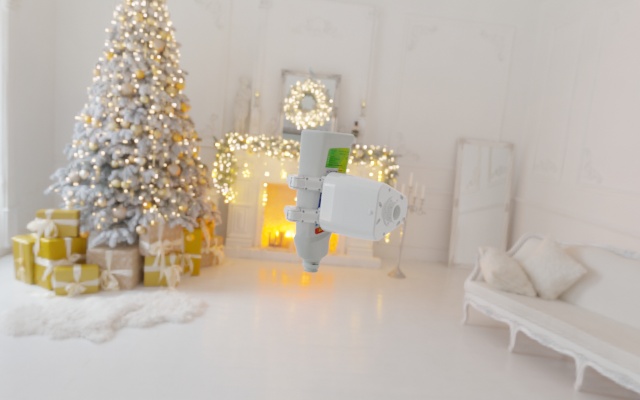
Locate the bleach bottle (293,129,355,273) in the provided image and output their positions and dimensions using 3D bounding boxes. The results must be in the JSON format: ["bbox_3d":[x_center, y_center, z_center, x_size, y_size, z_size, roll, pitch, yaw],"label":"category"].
[{"bbox_3d":[0.000,0.003,0.853,0.068,0.251,0.102,12,10,36],"label":"bleach bottle"}]
